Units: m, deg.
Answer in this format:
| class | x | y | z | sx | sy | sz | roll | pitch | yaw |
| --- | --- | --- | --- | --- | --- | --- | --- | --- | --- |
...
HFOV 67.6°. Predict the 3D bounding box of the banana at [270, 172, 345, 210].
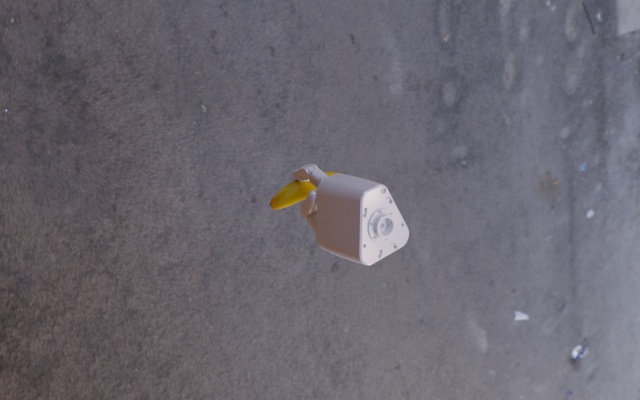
| class | x | y | z | sx | sy | sz | roll | pitch | yaw |
| --- | --- | --- | --- | --- | --- | --- | --- | --- | --- |
| banana | 0.005 | -0.016 | 0.825 | 0.198 | 0.069 | 0.037 | 3 | 8 | -34 |
